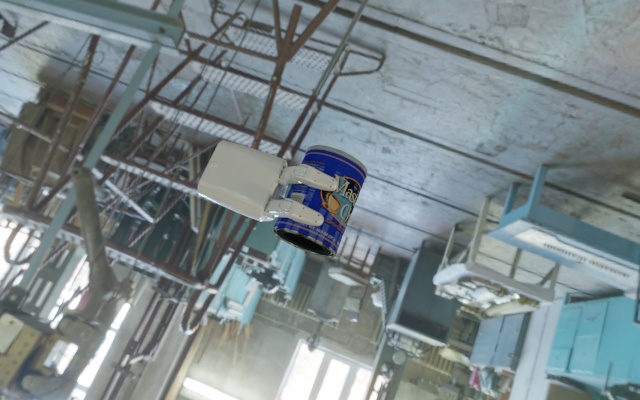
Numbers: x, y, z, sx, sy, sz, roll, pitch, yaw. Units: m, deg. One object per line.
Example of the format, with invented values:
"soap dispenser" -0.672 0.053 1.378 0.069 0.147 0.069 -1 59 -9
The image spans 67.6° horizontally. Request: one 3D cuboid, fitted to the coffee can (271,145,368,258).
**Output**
"coffee can" 0.000 0.002 0.723 0.103 0.140 0.103 21 -16 6
